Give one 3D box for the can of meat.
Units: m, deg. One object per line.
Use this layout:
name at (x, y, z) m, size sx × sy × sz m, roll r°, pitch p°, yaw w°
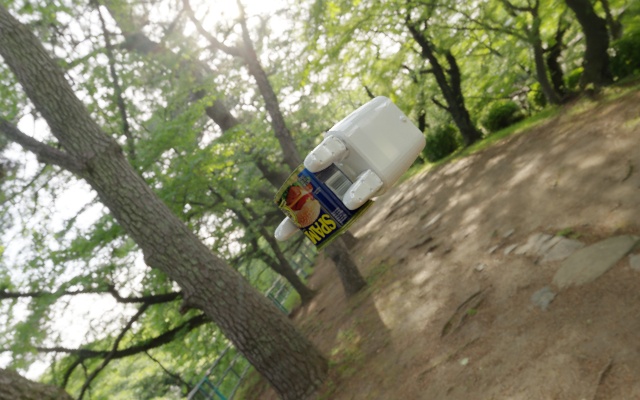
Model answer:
can of meat at (0.000, 0.002, 0.542) m, size 0.057 × 0.084 × 0.102 m, roll -43°, pitch -1°, yaw -31°
